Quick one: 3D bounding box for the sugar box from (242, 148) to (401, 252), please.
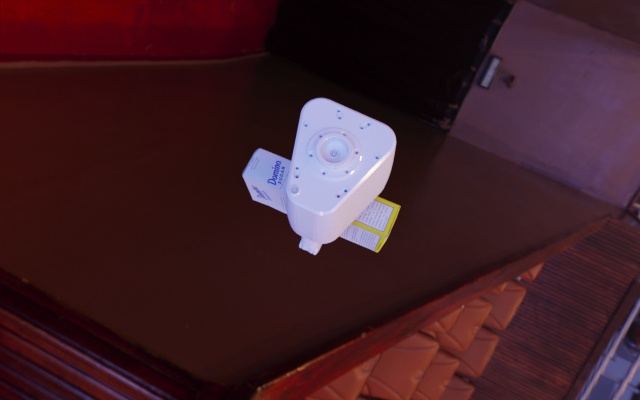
[{"bbox_3d":[0.000,0.001,0.567,0.176,0.048,0.093,25,-16,7],"label":"sugar box"}]
